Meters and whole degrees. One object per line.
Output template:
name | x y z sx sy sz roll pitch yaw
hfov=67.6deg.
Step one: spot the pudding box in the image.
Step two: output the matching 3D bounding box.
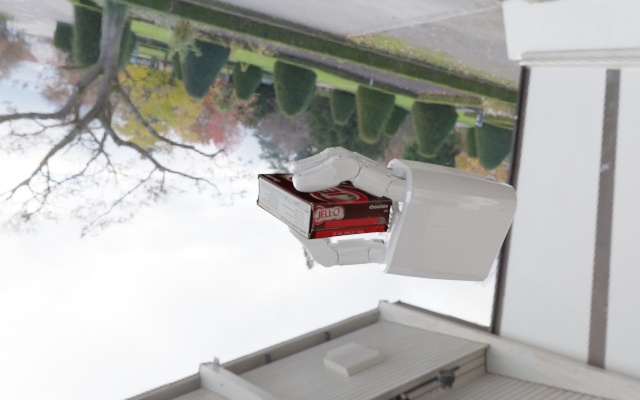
pudding box | 0.000 0.002 0.468 0.090 0.039 0.113 -2 15 -33
